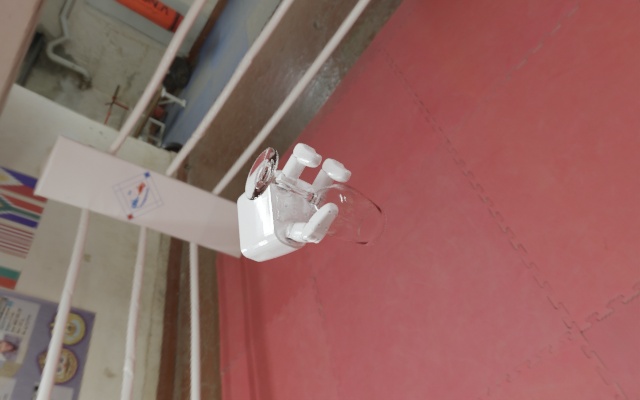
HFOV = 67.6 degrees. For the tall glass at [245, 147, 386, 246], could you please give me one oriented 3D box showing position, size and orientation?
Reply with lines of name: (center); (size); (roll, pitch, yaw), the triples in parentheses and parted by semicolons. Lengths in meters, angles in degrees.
tall glass: (0.000, 0.002, 0.666); (0.201, 0.079, 0.079); (25, -14, -30)
